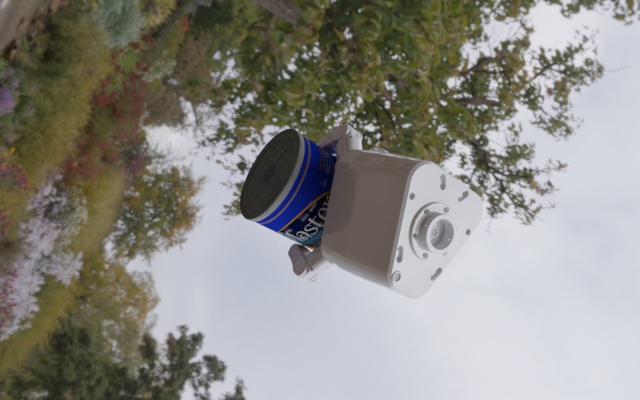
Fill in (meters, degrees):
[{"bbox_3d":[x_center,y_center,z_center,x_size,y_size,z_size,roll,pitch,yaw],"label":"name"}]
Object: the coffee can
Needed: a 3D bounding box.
[{"bbox_3d":[0.000,0.002,0.514,0.140,0.102,0.103,29,-15,-29],"label":"coffee can"}]
